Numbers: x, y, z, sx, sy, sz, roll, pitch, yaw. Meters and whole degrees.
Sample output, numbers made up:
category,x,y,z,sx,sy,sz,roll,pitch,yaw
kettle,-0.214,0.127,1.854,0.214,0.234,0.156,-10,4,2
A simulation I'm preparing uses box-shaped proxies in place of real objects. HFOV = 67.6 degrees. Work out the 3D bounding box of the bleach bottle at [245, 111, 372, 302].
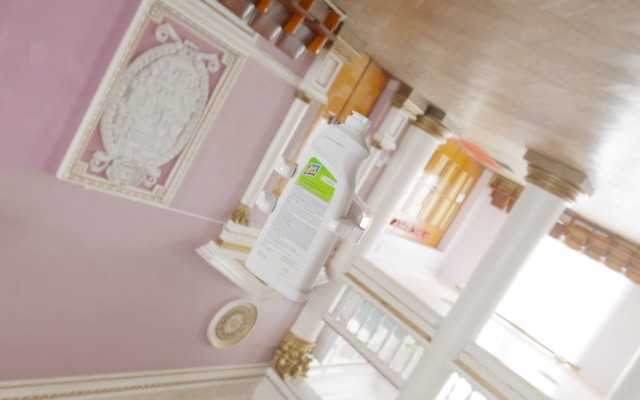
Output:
category,x,y,z,sx,sy,sz,roll,pitch,yaw
bleach bottle,0.000,0.002,0.637,0.102,0.251,0.068,32,8,15
